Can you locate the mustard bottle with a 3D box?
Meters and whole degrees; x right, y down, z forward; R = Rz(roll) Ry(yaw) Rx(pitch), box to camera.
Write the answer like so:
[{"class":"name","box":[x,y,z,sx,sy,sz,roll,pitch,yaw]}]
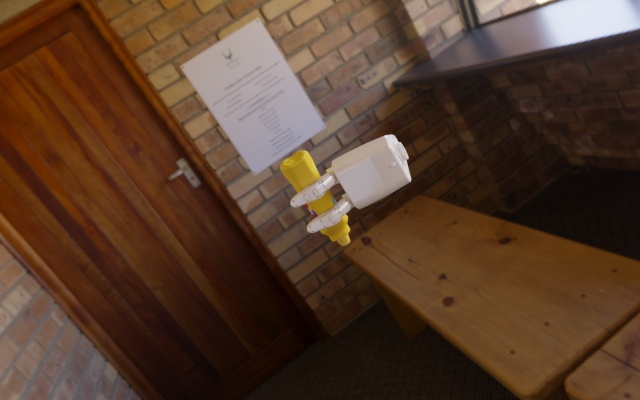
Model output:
[{"class":"mustard bottle","box":[0.000,0.003,0.874,0.058,0.192,0.096,-33,16,-3]}]
